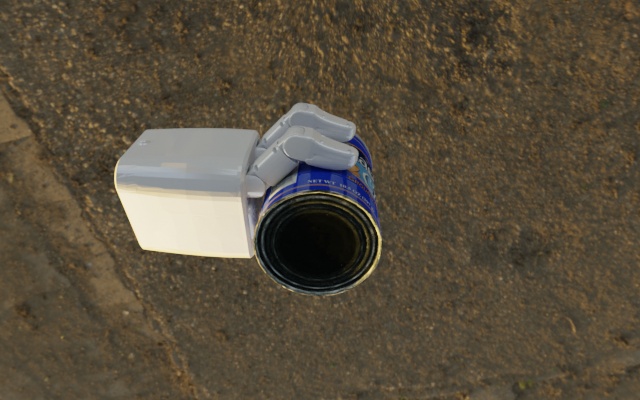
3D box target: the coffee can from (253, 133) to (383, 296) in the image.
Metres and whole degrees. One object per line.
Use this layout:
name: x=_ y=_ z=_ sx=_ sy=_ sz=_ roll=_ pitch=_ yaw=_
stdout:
coffee can: x=0.000 y=0.001 z=0.436 sx=0.103 sy=0.103 sz=0.140 roll=0 pitch=31 yaw=2
